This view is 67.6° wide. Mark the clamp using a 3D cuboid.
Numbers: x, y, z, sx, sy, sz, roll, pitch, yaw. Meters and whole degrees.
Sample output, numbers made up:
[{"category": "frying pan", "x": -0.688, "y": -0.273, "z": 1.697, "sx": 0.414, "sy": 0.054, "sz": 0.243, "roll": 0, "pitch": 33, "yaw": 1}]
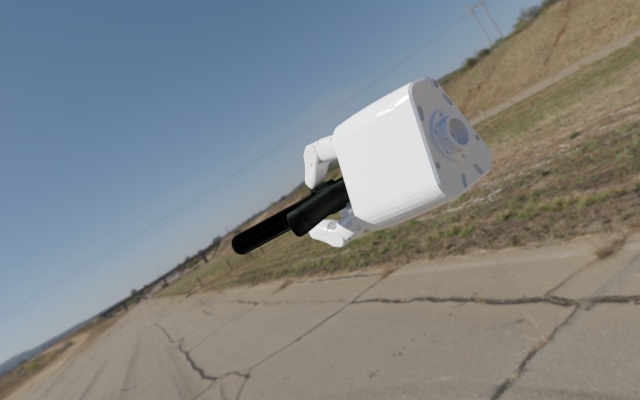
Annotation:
[{"category": "clamp", "x": 0.000, "y": 0.001, "z": 0.553, "sx": 0.210, "sy": 0.036, "sz": 0.164, "roll": -31, "pitch": 6, "yaw": -39}]
